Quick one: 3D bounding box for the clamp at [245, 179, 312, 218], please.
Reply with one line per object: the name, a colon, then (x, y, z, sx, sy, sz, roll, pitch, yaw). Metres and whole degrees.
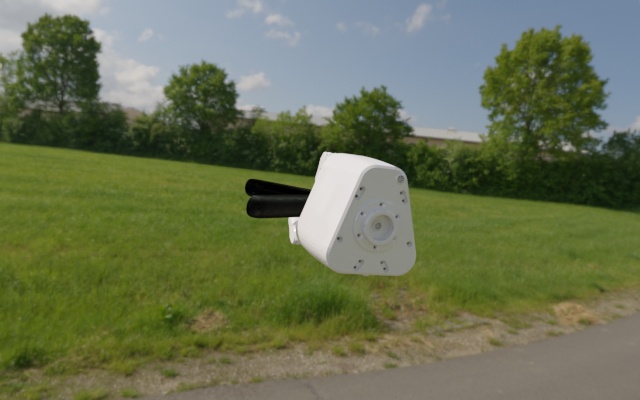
clamp: (0.001, 0.001, 0.611, 0.210, 0.036, 0.164, 5, 10, -17)
